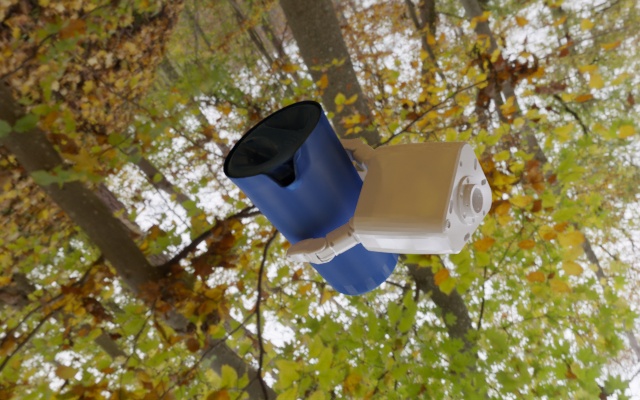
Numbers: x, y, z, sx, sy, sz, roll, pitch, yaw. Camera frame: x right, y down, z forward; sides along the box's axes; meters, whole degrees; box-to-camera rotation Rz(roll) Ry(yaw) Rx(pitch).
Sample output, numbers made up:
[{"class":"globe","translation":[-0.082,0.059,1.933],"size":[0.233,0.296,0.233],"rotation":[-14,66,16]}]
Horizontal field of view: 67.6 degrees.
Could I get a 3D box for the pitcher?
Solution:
[{"class":"pitcher","translation":[0.000,0.002,0.605],"size":[0.145,0.149,0.243],"rotation":[-2,-45,42]}]
